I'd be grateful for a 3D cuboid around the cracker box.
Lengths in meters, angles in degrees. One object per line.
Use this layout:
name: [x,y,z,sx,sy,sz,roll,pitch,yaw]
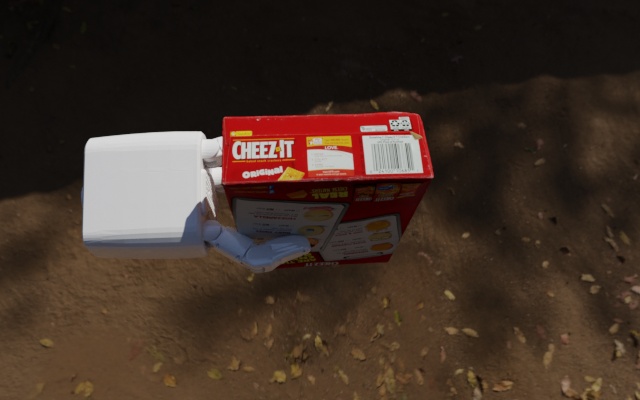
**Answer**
cracker box: [0.000,0.002,0.467,0.164,0.072,0.214,-2,-25,-3]
